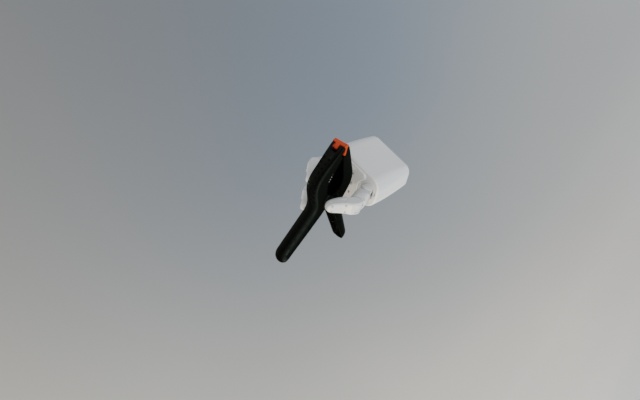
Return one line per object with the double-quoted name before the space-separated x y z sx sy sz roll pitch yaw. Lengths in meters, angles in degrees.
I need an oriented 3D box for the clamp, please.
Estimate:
"clamp" 0.001 0.002 0.771 0.036 0.210 0.164 33 39 29
